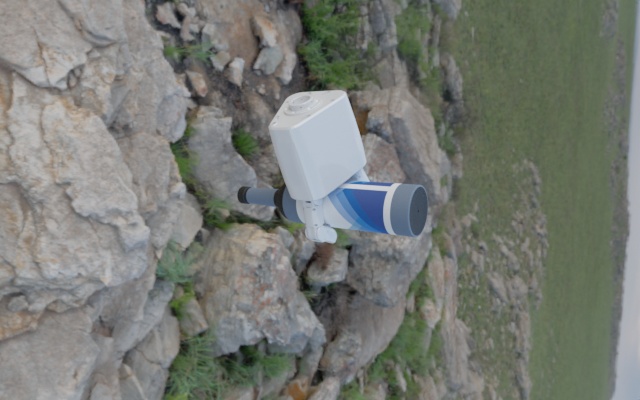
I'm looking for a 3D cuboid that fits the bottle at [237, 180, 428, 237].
[{"bbox_3d":[0.000,0.002,0.678,0.295,0.069,0.069,5,3,33],"label":"bottle"}]
